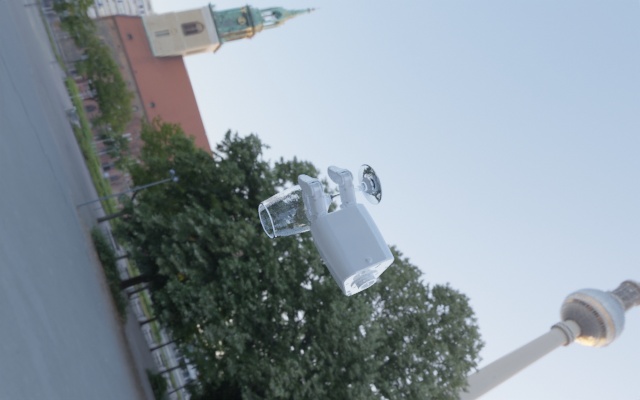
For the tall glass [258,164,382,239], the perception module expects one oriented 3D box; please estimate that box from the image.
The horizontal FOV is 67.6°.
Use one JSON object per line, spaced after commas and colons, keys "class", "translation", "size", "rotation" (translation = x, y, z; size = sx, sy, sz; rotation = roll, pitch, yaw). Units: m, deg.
{"class": "tall glass", "translation": [0.001, 0.002, 0.799], "size": [0.201, 0.079, 0.079], "rotation": [-19, 7, -22]}
